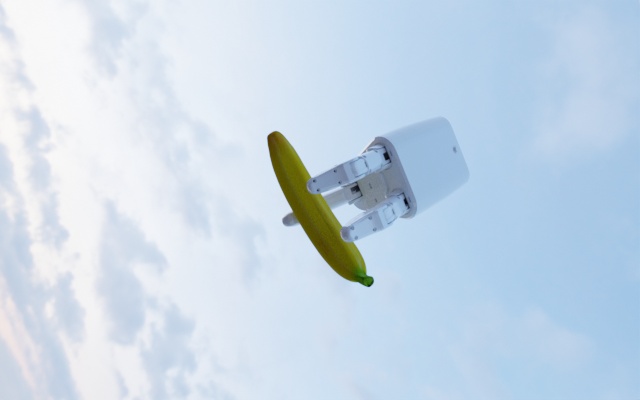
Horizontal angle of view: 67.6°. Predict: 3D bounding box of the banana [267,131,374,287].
[{"bbox_3d":[-0.002,0.013,0.515,0.037,0.197,0.070,-26,-19,-25],"label":"banana"}]
